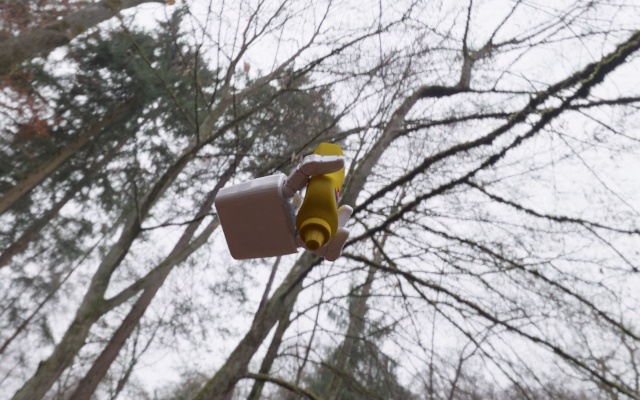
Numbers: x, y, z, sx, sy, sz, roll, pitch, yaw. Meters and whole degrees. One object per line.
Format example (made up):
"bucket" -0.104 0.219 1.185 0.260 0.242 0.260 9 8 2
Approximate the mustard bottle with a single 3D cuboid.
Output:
"mustard bottle" 0.000 0.002 0.682 0.058 0.096 0.191 10 36 1
